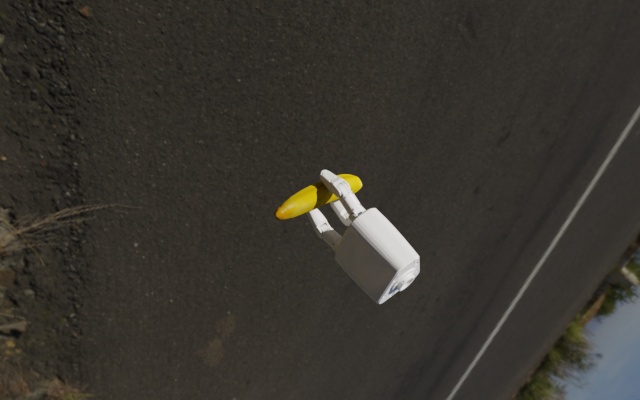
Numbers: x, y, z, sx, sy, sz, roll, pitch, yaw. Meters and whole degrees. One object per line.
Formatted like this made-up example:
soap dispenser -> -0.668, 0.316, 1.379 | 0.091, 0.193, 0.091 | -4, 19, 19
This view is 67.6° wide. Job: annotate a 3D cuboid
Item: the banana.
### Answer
banana -> 0.011, -0.010, 0.801 | 0.198, 0.037, 0.070 | -18, -27, -44
